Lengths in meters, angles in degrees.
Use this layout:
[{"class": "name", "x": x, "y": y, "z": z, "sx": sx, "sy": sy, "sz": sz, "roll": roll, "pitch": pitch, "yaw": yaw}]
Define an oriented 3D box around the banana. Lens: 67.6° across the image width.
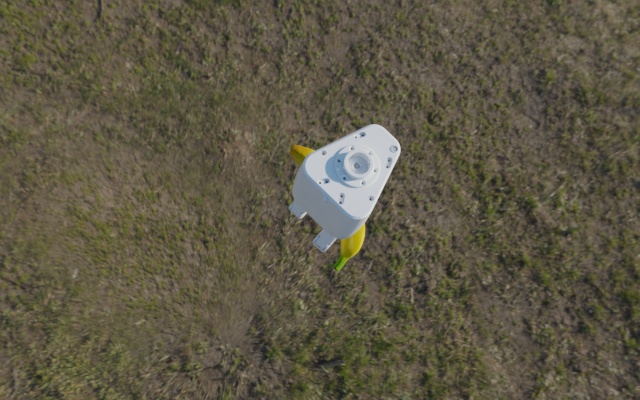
[{"class": "banana", "x": 0.019, "y": -0.001, "z": 0.700, "sx": 0.069, "sy": 0.197, "sz": 0.037, "roll": -20, "pitch": -9, "yaw": -8}]
